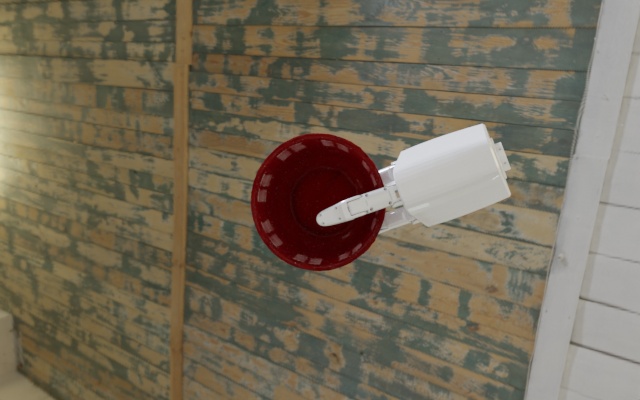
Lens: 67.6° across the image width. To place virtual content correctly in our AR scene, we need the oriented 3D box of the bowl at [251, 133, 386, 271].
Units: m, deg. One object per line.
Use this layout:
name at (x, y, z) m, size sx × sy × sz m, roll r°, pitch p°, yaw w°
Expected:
bowl at (-0.001, 0.002, 0.582) m, size 0.162 × 0.162 × 0.055 m, roll 0°, pitch 0°, yaw 11°
